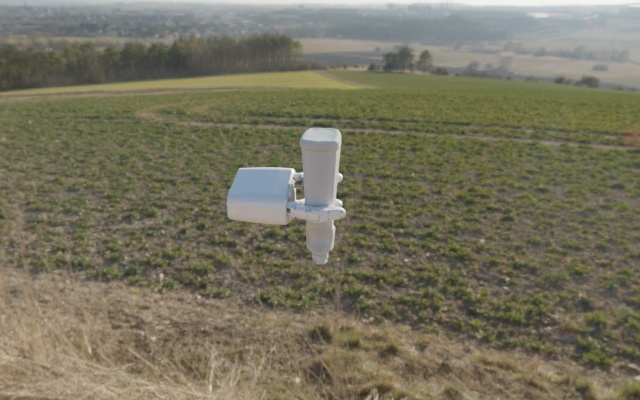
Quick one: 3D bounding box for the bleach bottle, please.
[{"bbox_3d":[0.000,0.003,0.858,0.068,0.251,0.102,3,22,5],"label":"bleach bottle"}]
